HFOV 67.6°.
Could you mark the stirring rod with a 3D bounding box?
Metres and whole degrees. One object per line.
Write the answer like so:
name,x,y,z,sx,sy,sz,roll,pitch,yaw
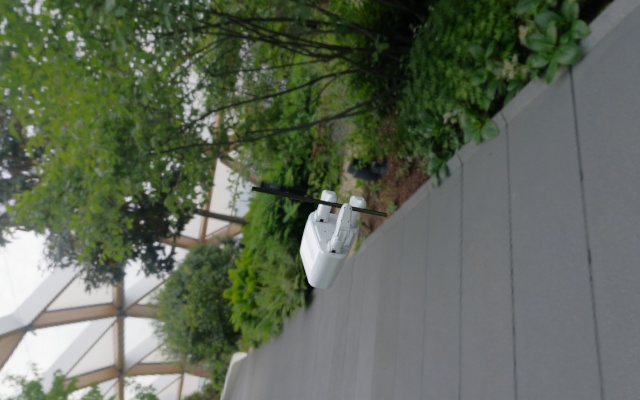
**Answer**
stirring rod,0.000,0.003,0.827,0.239,0.011,0.011,11,-2,-8
